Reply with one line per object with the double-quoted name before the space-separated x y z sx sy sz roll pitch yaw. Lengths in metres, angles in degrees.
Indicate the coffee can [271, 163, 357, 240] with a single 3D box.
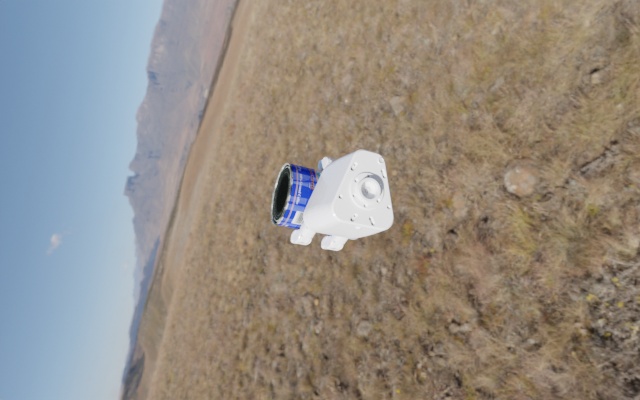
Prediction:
"coffee can" 0.000 0.003 0.788 0.140 0.103 0.103 12 -4 -19
